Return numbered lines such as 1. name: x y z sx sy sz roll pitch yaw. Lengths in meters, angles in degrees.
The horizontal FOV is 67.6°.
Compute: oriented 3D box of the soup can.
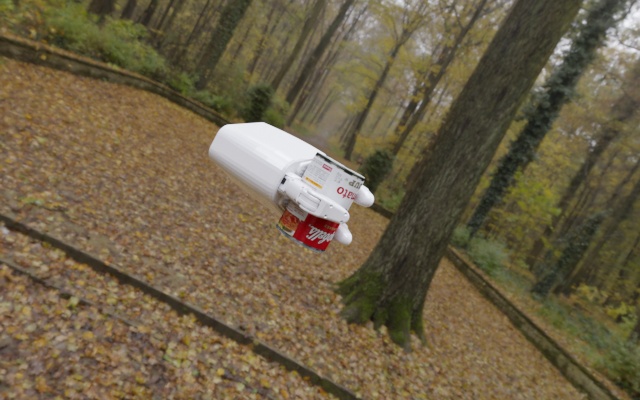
1. soup can: 0.001 0.002 0.570 0.068 0.102 0.068 29 7 -4
